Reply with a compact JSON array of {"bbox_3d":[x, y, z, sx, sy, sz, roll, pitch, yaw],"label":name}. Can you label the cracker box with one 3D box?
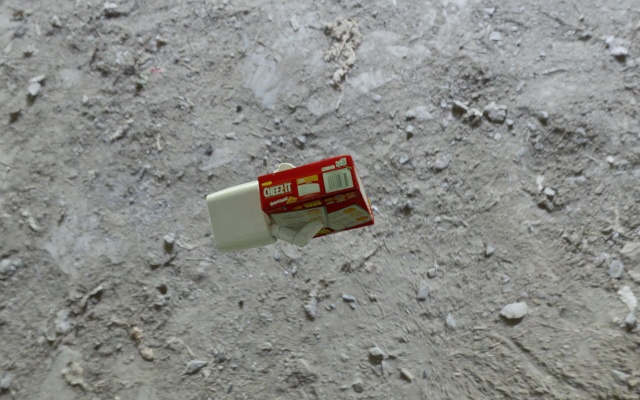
[{"bbox_3d":[0.000,0.003,0.865,0.164,0.072,0.214,-13,-21,9],"label":"cracker box"}]
